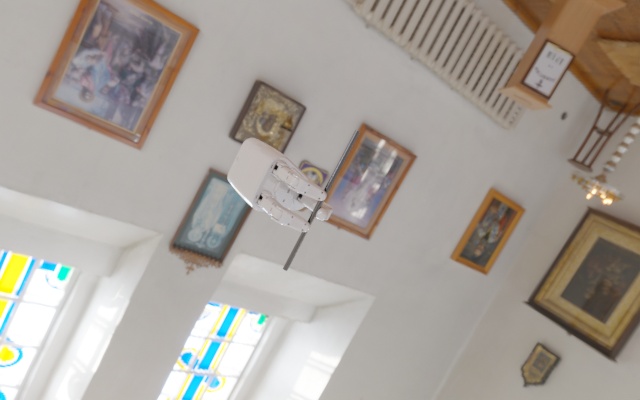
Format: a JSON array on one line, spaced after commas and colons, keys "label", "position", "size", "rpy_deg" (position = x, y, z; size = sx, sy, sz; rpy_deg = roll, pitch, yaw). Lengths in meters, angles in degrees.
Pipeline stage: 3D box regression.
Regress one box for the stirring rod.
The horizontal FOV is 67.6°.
[{"label": "stirring rod", "position": [0.000, 0.002, 0.726], "size": [0.011, 0.239, 0.011], "rpy_deg": [27, 9, -4]}]
